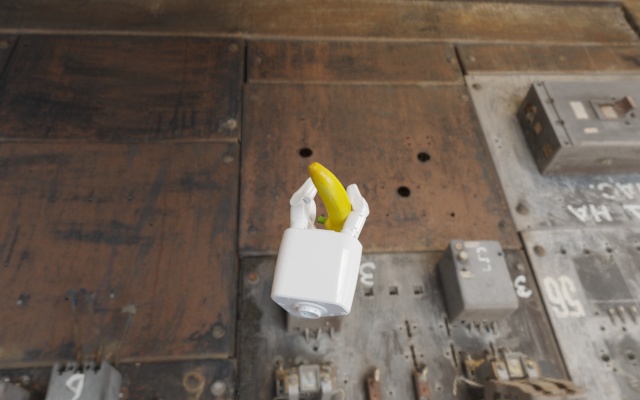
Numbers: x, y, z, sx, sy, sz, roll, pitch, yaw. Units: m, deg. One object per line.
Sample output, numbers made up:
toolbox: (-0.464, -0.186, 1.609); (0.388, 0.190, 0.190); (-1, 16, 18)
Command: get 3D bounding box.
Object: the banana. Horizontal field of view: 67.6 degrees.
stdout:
banana: (0.017, 0.011, 0.737); (0.069, 0.037, 0.198); (22, -24, 13)
